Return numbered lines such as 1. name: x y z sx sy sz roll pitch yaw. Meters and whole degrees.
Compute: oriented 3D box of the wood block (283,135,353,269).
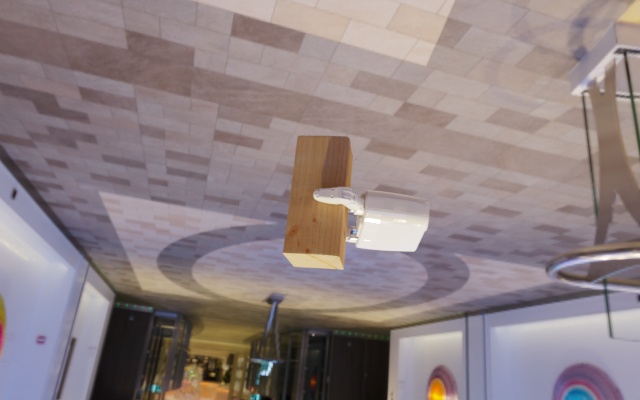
1. wood block: 0.000 0.003 0.804 0.090 0.206 0.091 2 -21 9
